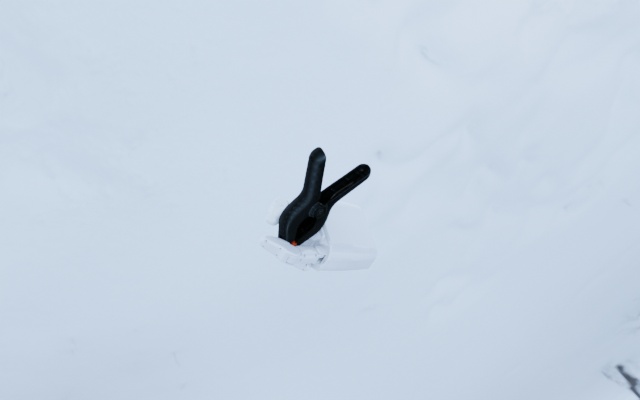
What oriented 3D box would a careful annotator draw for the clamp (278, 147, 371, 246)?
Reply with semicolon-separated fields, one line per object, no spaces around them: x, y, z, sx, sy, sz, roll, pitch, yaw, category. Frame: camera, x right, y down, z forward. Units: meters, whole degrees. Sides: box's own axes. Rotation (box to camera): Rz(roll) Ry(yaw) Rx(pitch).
0.000;0.003;0.687;0.120;0.171;0.039;7;36;-39;clamp
